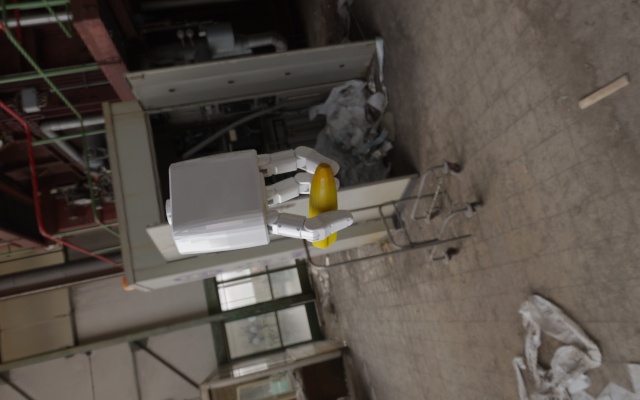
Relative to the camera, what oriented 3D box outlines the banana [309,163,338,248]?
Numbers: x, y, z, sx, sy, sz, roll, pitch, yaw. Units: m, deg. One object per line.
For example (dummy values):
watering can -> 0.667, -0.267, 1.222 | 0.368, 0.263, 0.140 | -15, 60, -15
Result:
banana -> 0.002, 0.021, 0.618 | 0.037, 0.069, 0.198 | -6, -20, -2
